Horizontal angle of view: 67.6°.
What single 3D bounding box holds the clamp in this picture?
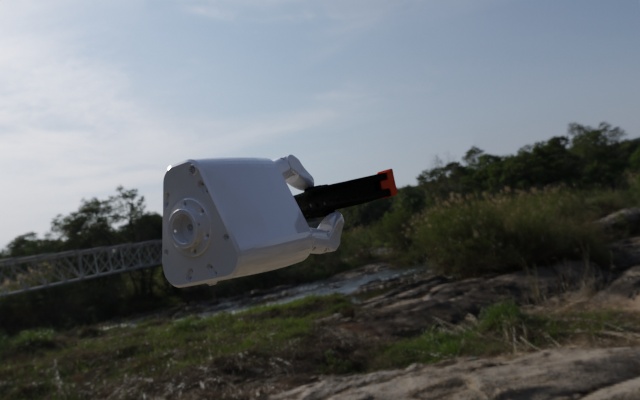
[{"bbox_3d":[0.000,0.001,0.565,0.210,0.036,0.164,-15,-4,30],"label":"clamp"}]
